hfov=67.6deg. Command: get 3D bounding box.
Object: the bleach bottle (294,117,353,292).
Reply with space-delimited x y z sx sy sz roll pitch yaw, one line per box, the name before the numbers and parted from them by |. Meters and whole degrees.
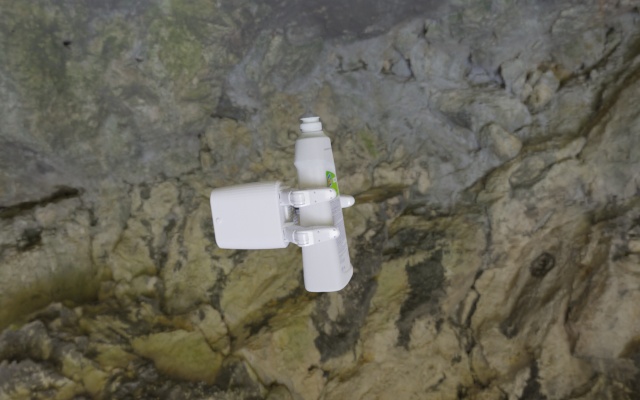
bleach bottle | 0.000 0.002 0.716 0.068 0.251 0.102 -4 9 13
